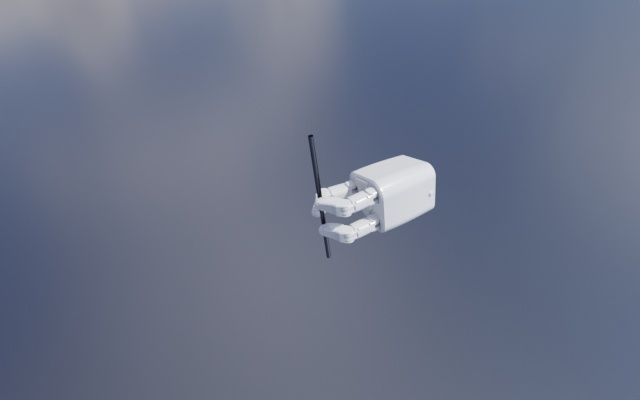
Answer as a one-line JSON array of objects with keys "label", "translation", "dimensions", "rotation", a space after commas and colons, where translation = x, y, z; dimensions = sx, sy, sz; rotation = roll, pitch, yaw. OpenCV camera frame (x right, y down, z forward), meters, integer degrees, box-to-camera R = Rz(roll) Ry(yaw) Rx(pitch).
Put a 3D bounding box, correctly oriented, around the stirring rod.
[{"label": "stirring rod", "translation": [0.000, 0.003, 0.759], "dimensions": [0.011, 0.240, 0.011], "rotation": [-5, 37, 4]}]
